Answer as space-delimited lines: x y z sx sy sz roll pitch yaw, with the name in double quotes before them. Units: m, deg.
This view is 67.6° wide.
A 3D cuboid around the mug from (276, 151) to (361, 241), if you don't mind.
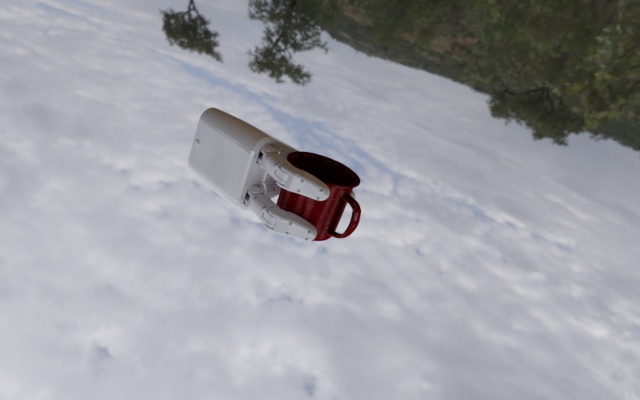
"mug" 0.001 0.003 0.578 0.117 0.081 0.093 34 26 29
